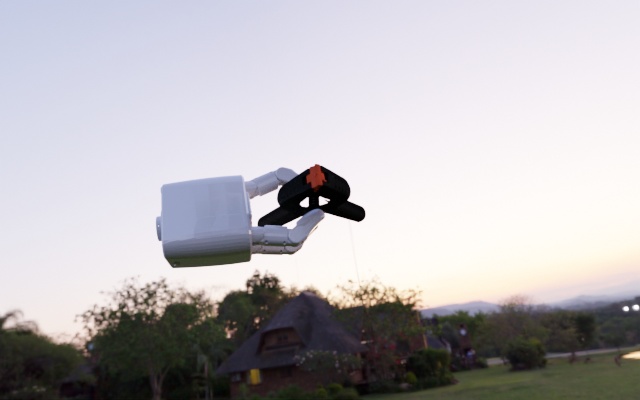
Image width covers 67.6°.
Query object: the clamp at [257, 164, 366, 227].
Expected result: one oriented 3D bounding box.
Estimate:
[{"bbox_3d":[0.000,0.001,0.644,0.164,0.036,0.210,-5,-17,-11],"label":"clamp"}]
